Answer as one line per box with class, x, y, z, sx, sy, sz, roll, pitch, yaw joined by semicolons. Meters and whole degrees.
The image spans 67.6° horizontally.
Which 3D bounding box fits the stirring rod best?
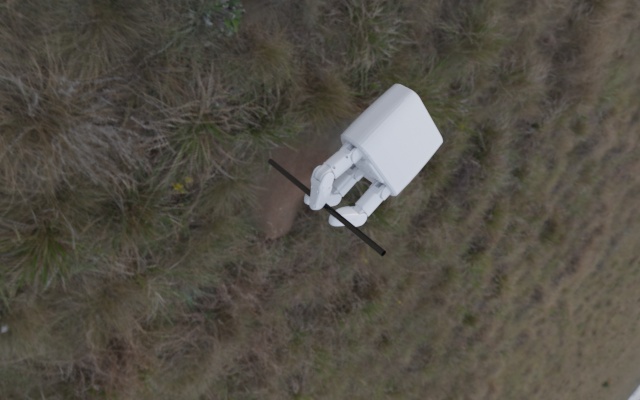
stirring rod;0.000;0.002;0.638;0.011;0.011;0.239;0;30;-46
